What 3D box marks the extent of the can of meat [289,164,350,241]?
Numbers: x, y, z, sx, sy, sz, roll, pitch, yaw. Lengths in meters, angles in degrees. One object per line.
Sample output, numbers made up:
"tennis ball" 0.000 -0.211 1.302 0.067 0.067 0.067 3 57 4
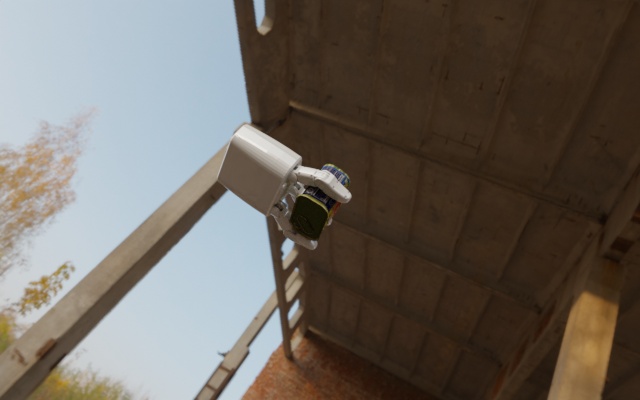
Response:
"can of meat" 0.000 0.002 0.769 0.057 0.084 0.102 31 -36 8
